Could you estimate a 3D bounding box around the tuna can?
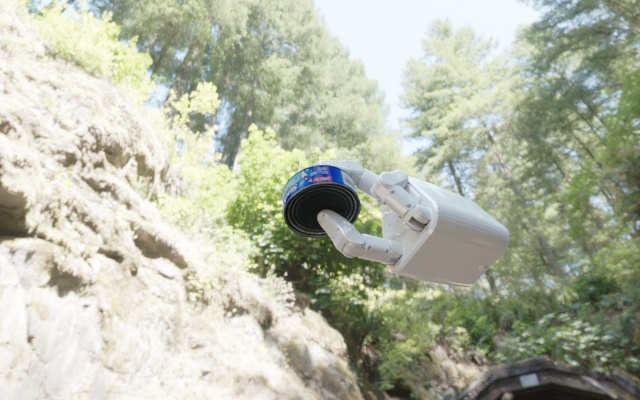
[{"bbox_3d":[0.000,0.001,0.534,0.086,0.086,0.033,0,44,-11],"label":"tuna can"}]
